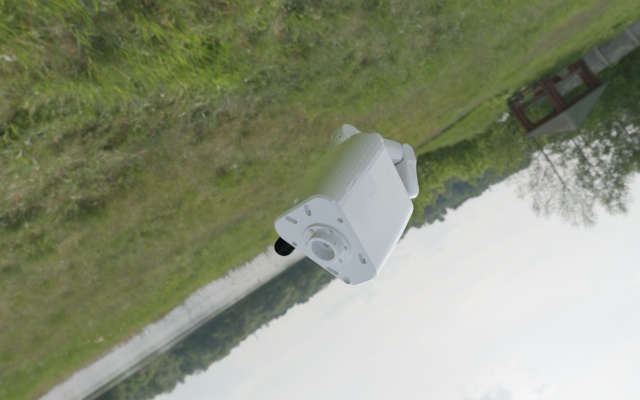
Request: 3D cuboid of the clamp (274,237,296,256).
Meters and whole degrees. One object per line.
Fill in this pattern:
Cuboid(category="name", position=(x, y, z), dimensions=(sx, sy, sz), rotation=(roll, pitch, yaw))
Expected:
Cuboid(category="clamp", position=(0.001, 0.002, 0.596), dimensions=(0.039, 0.120, 0.171), rotation=(29, -35, -20))
